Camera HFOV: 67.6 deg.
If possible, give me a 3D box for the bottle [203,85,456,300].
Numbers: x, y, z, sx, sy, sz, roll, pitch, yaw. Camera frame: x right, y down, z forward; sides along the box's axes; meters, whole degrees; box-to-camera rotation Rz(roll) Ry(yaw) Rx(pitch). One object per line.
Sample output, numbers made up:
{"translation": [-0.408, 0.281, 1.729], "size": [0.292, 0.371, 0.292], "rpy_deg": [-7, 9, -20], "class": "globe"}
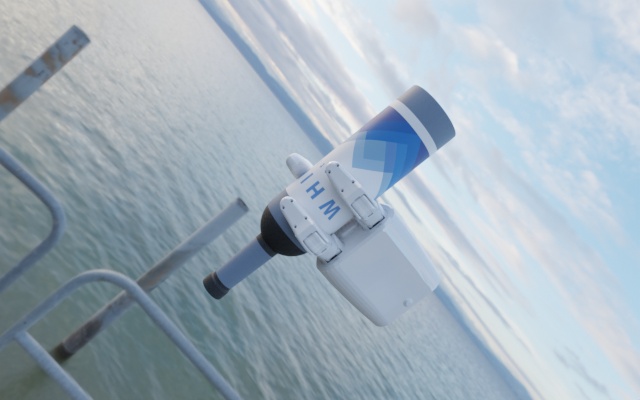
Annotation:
{"translation": [0.000, 0.001, 0.490], "size": [0.296, 0.069, 0.069], "rpy_deg": [-39, -3, 4], "class": "bottle"}
